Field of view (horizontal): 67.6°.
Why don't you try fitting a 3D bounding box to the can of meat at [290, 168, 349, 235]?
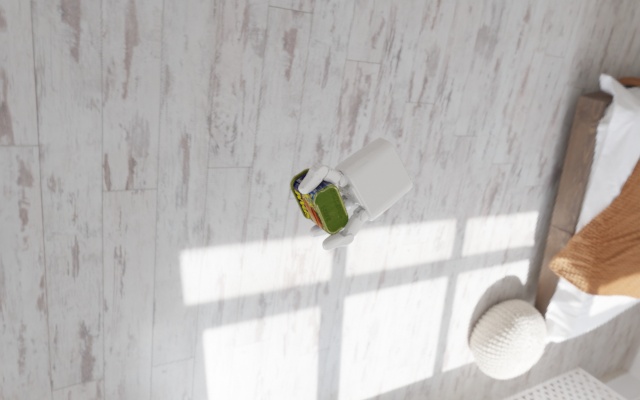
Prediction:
[{"bbox_3d":[0.000,0.003,0.857,0.057,0.102,0.084,-35,36,-16],"label":"can of meat"}]
